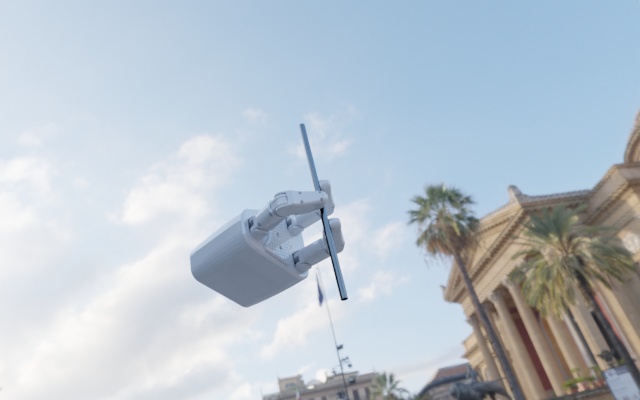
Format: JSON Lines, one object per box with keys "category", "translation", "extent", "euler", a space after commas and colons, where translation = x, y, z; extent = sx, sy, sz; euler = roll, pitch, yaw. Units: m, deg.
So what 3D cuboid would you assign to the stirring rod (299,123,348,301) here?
{"category": "stirring rod", "translation": [0.000, 0.002, 0.547], "extent": [0.011, 0.239, 0.011], "euler": [-10, -33, -6]}
